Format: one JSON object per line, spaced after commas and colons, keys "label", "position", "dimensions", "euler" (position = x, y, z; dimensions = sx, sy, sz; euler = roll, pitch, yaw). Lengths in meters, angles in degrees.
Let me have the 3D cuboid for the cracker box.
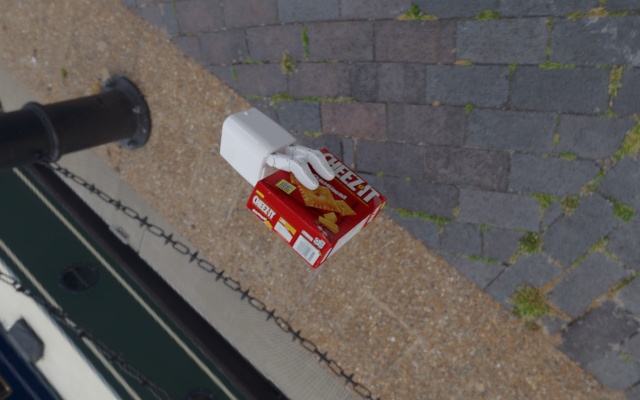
{"label": "cracker box", "position": [0.000, 0.003, 0.852], "dimensions": [0.164, 0.072, 0.213], "euler": [41, 38, 12]}
